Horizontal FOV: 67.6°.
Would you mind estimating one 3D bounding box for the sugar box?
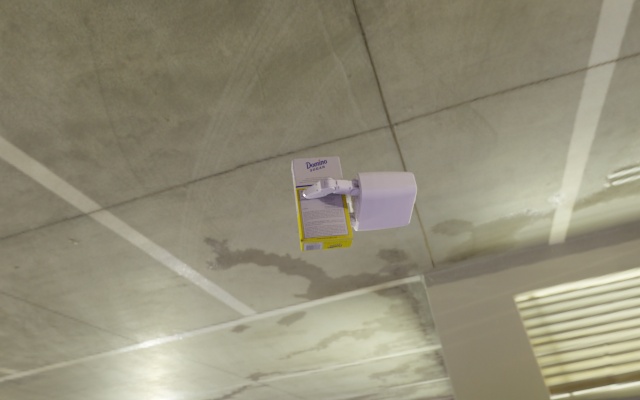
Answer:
[{"bbox_3d":[0.000,0.003,0.883,0.093,0.176,0.048,-4,-31,-7],"label":"sugar box"}]
